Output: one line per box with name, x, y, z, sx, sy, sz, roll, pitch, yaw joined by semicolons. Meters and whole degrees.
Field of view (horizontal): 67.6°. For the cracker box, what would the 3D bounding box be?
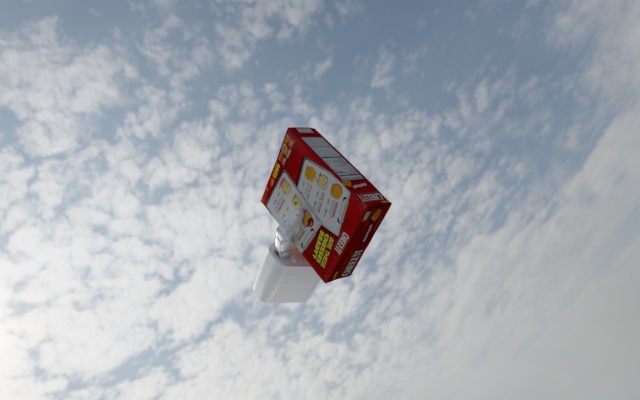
cracker box;0.000;0.003;0.801;0.072;0.164;0.213;-9;45;-42
